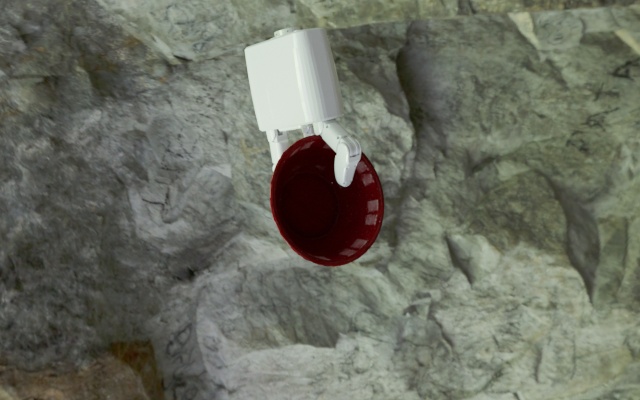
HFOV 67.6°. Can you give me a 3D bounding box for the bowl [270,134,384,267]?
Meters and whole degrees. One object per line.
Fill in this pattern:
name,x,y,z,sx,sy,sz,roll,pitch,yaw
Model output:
bowl,0.000,0.003,0.596,0.162,0.162,0.055,0,-9,-31
